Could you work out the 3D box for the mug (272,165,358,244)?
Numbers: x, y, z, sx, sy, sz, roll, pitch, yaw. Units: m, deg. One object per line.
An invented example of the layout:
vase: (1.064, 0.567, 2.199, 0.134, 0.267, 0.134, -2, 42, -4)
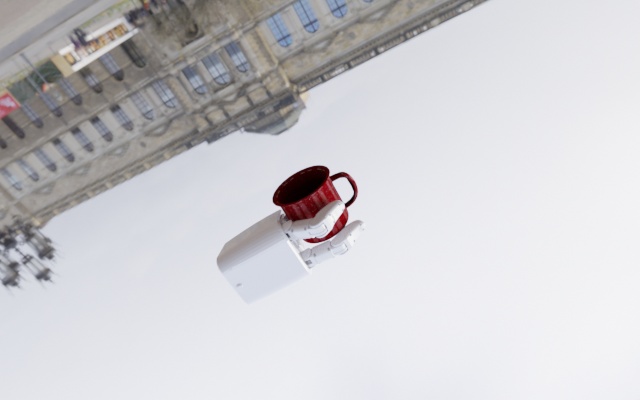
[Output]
mug: (0.001, 0.002, 0.695, 0.117, 0.081, 0.093, -29, 28, 3)
